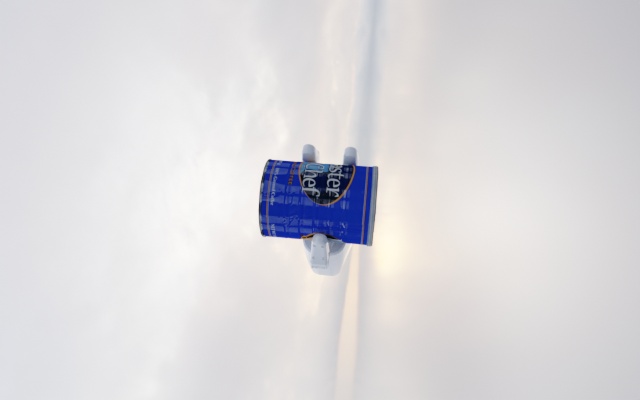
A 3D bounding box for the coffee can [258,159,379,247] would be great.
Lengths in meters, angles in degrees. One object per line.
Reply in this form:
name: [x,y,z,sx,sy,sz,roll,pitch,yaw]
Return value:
coffee can: [0.000,0.002,0.612,0.140,0.103,0.103,5,0,5]
